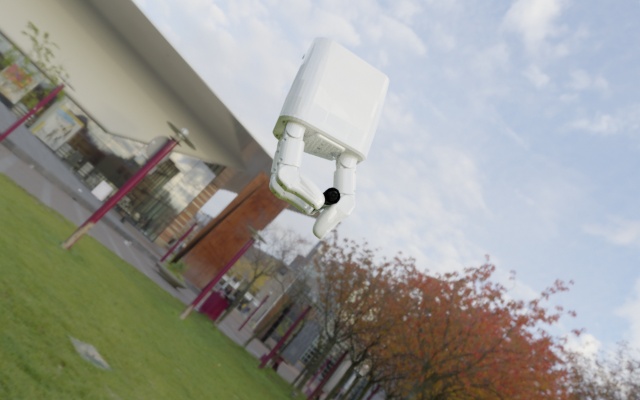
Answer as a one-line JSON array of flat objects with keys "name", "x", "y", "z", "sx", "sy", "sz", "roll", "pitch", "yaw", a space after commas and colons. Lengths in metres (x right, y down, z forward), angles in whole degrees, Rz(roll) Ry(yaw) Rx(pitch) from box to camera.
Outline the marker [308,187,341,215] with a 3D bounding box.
[{"name": "marker", "x": 0.000, "y": 0.002, "z": 0.566, "sx": 0.020, "sy": 0.020, "sz": 0.121, "roll": 0, "pitch": -7, "yaw": -13}]
